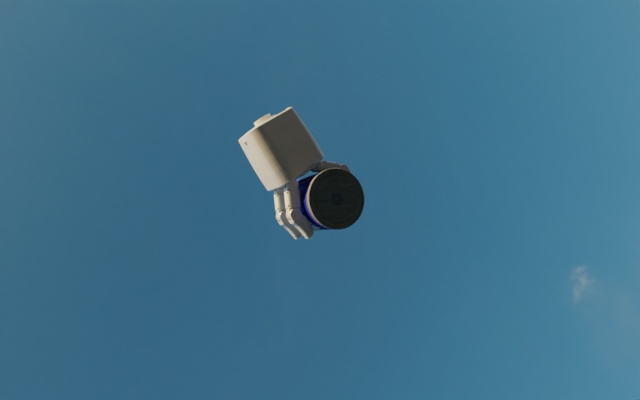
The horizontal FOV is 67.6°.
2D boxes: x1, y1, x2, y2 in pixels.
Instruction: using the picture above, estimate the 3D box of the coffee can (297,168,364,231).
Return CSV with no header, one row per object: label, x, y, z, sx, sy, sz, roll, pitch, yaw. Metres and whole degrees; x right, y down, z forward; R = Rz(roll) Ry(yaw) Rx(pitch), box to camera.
coffee can,0.000,0.003,0.850,0.103,0.103,0.140,0,-5,-24
